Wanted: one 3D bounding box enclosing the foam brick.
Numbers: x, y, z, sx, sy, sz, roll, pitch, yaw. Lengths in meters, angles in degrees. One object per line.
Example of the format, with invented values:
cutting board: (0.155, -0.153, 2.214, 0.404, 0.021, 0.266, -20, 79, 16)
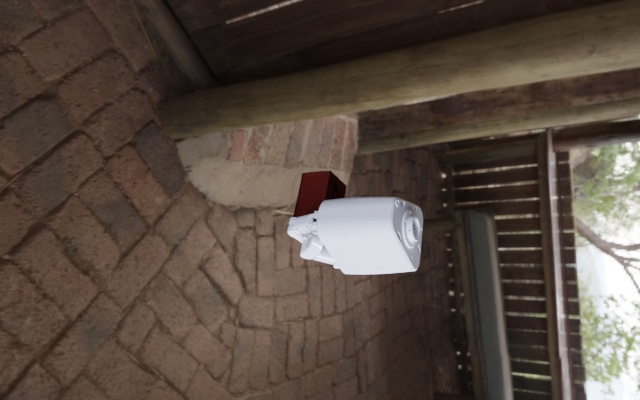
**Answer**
foam brick: (0.000, 0.002, 0.703, 0.051, 0.078, 0.053, -6, -29, 33)
